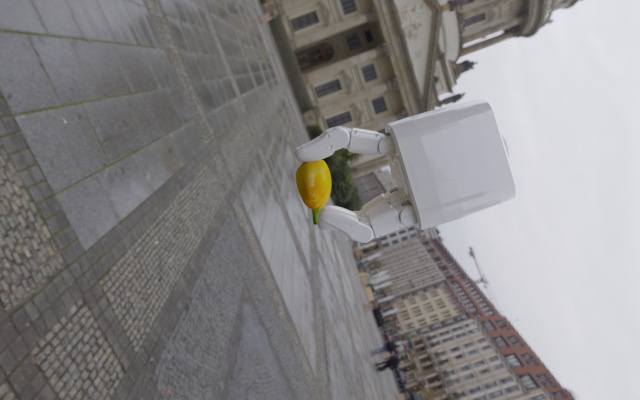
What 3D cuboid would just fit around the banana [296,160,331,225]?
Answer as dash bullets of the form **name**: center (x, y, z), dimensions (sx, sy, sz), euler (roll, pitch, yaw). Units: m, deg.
- **banana**: center (-0.004, -0.016, 0.547), dimensions (0.037, 0.069, 0.198), euler (-14, -8, 1)
